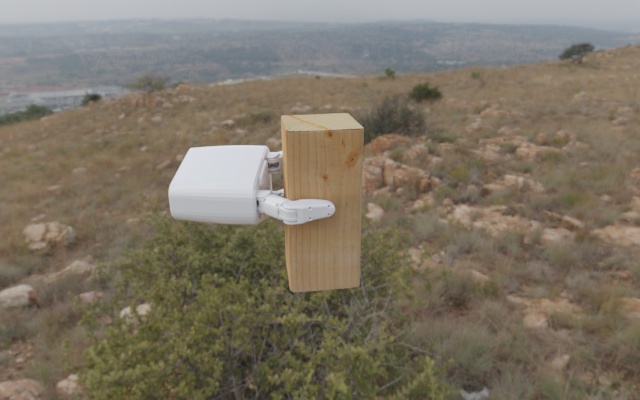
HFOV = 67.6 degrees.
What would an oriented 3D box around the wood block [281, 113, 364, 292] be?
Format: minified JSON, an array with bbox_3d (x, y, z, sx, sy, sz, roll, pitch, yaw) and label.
[{"bbox_3d":[0.000,0.002,0.605,0.090,0.206,0.090,-3,22,-7],"label":"wood block"}]
